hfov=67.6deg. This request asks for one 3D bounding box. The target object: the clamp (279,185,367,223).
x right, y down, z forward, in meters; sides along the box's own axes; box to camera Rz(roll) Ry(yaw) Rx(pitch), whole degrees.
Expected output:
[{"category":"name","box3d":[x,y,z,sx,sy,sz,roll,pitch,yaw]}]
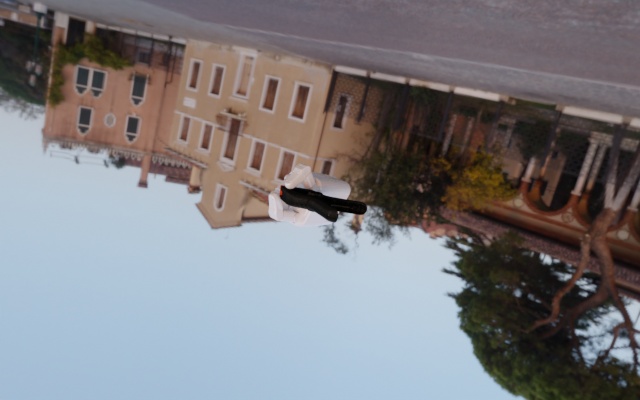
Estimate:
[{"category":"clamp","box3d":[0.000,0.003,0.898,0.171,0.039,0.120,22,13,38]}]
